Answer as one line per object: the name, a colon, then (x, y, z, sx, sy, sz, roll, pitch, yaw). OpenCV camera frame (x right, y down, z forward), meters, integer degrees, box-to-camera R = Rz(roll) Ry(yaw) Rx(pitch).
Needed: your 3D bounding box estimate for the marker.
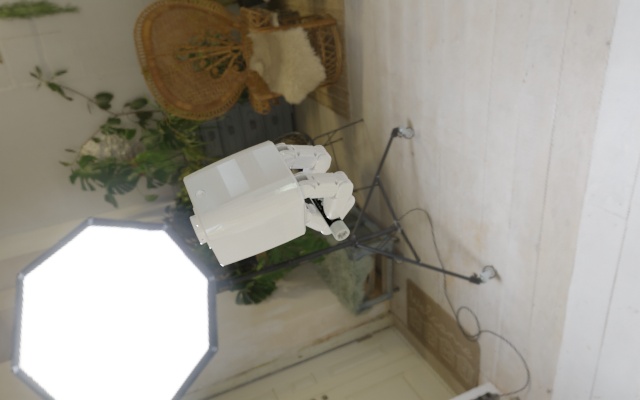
marker: (0.000, 0.002, 0.589, 0.020, 0.020, 0.121, 0, 39, -33)
